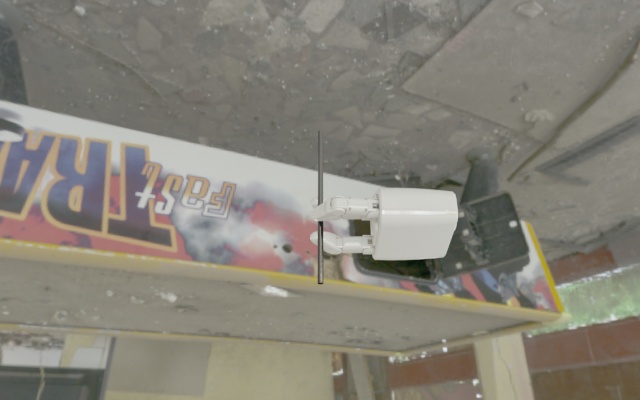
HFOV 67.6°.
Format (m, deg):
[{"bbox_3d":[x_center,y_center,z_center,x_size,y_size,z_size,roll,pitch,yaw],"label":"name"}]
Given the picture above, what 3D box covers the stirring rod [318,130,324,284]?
[{"bbox_3d":[0.000,0.002,0.687,0.011,0.239,0.011,0,-25,0],"label":"stirring rod"}]
